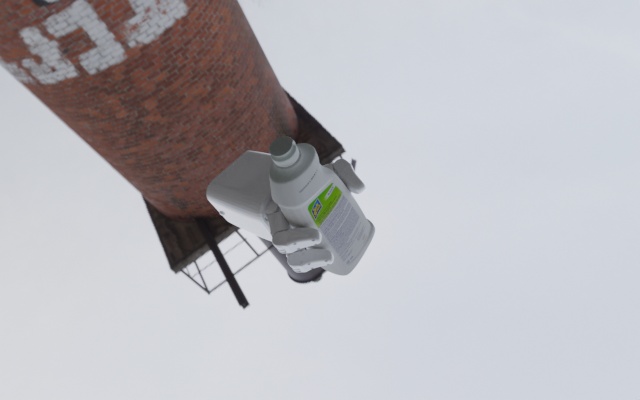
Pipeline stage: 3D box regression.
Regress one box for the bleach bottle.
[{"bbox_3d":[0.000,0.002,0.621,0.068,0.102,0.251,18,-25,31],"label":"bleach bottle"}]
